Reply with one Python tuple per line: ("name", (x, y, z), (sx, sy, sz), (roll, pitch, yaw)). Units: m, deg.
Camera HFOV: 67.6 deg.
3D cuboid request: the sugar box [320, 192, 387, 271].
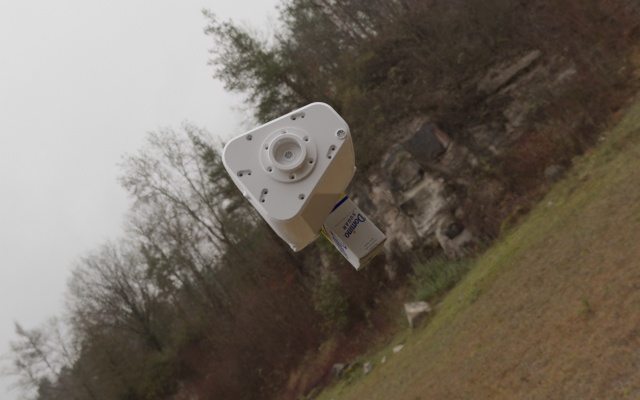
("sugar box", (0.000, 0.002, 0.563), (0.048, 0.176, 0.093), (-39, -13, -7))
